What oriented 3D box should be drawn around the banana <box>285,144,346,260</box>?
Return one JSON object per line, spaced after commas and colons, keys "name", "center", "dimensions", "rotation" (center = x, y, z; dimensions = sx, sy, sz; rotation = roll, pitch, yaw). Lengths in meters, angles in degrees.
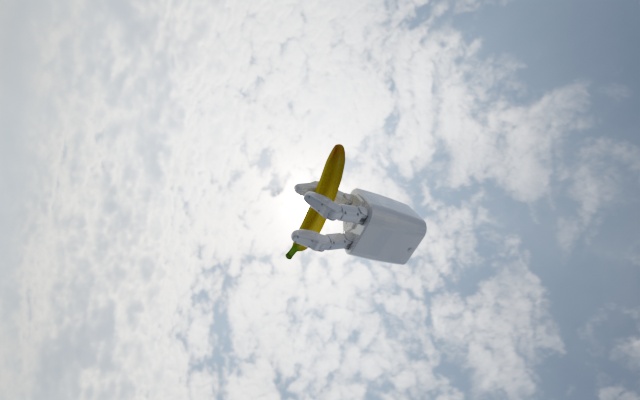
{"name": "banana", "center": [0.001, 0.003, 0.763], "dimensions": [0.037, 0.198, 0.069], "rotation": [23, 9, 4]}
